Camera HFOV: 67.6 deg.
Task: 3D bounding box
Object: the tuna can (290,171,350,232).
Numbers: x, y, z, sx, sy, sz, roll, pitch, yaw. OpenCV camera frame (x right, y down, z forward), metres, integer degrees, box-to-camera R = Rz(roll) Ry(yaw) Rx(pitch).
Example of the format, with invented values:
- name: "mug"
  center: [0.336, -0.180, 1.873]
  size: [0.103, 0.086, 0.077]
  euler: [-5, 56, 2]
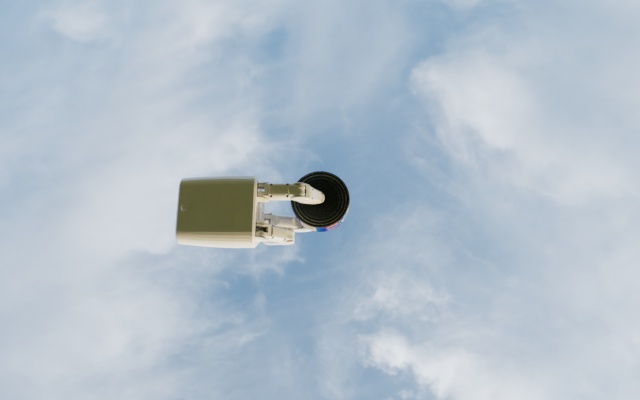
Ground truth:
- name: "tuna can"
  center: [0.000, 0.002, 0.704]
  size: [0.086, 0.086, 0.034]
  euler: [0, -17, 3]
